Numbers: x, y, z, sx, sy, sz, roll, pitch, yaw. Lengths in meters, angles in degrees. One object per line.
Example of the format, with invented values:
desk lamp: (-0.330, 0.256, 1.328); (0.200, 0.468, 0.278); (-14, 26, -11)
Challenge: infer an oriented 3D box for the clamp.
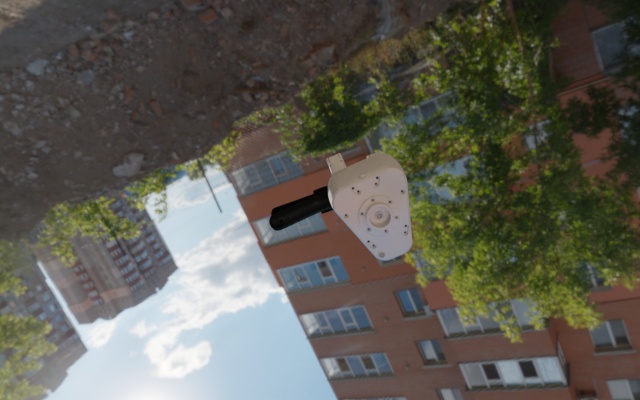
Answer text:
clamp: (0.000, 0.003, 0.693); (0.171, 0.039, 0.120); (-23, 11, 6)
